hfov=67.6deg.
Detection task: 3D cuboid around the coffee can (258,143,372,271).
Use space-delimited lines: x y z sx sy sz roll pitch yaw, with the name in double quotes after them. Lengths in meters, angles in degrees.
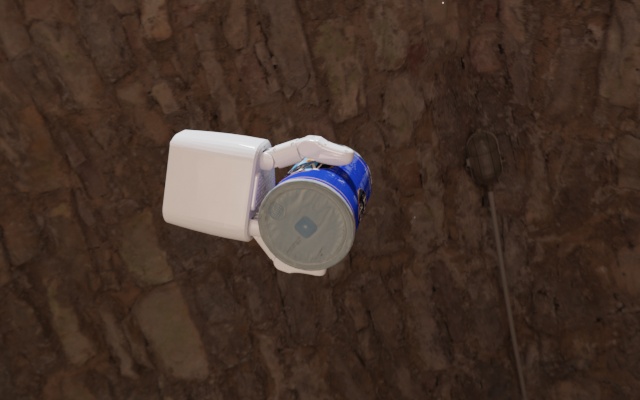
0.000 0.002 0.550 0.103 0.103 0.140 0 22 14 "coffee can"
